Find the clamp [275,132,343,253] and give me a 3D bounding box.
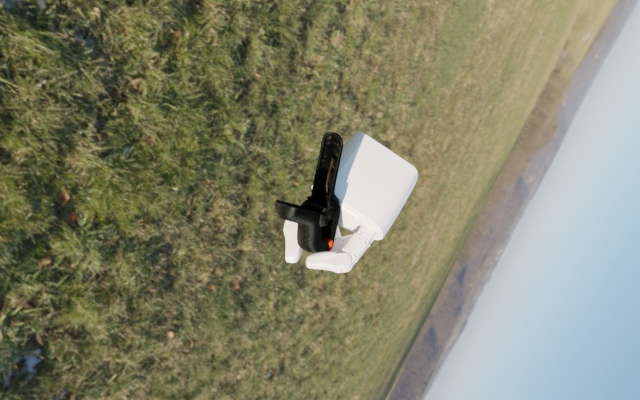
[{"bbox_3d":[0.001,0.002,0.572,0.039,0.120,0.172,29,-19,21],"label":"clamp"}]
